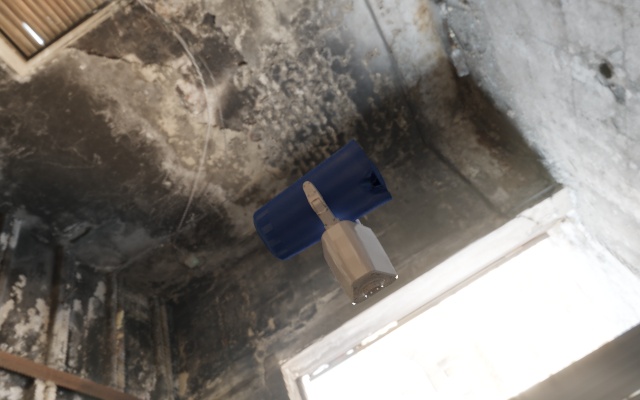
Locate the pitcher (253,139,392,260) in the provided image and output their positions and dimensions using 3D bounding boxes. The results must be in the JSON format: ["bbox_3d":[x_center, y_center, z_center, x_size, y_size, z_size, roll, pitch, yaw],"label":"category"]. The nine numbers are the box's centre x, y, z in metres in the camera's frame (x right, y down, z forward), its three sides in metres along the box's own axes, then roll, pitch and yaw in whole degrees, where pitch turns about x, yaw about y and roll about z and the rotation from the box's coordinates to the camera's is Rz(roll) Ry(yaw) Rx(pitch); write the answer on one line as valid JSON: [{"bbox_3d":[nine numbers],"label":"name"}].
[{"bbox_3d":[0.000,0.003,0.896,0.243,0.145,0.149,-33,-30,4],"label":"pitcher"}]
